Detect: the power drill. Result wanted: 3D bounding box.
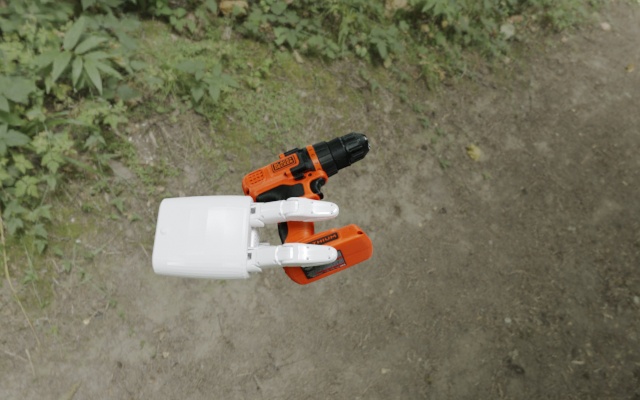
[{"bbox_3d":[0.000,0.002,0.610,0.184,0.187,0.057,-24,-43,2],"label":"power drill"}]
